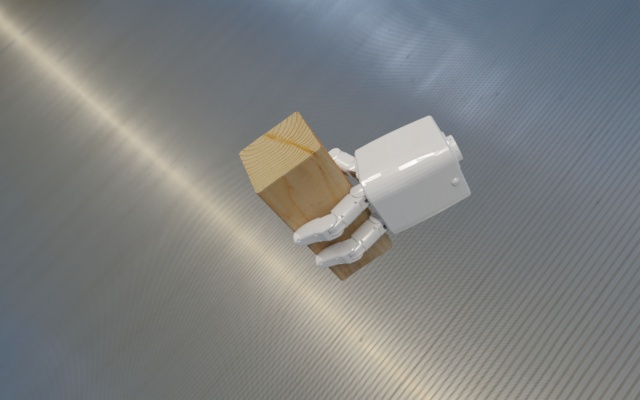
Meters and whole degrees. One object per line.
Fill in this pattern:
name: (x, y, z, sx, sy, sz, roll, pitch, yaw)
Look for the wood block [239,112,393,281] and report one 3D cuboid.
wood block: (0.000, 0.002, 0.609, 0.090, 0.090, 0.206, -35, -48, 5)
